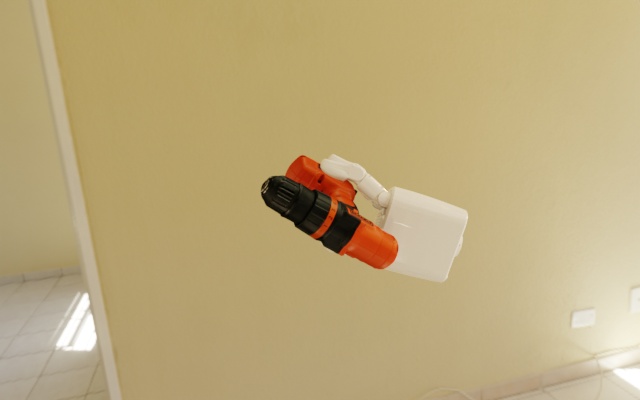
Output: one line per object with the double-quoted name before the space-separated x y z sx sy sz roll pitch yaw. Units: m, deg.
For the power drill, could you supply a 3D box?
"power drill" 0.000 0.002 0.616 0.184 0.057 0.187 32 14 -20
